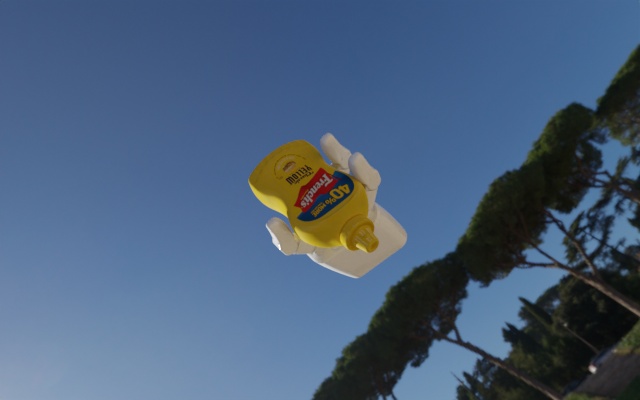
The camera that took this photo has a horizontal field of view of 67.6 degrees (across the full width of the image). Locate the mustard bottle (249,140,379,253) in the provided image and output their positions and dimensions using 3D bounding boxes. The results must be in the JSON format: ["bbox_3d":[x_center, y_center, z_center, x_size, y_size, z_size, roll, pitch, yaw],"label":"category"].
[{"bbox_3d":[0.000,0.002,0.569,0.096,0.058,0.191,-37,49,-15],"label":"mustard bottle"}]
